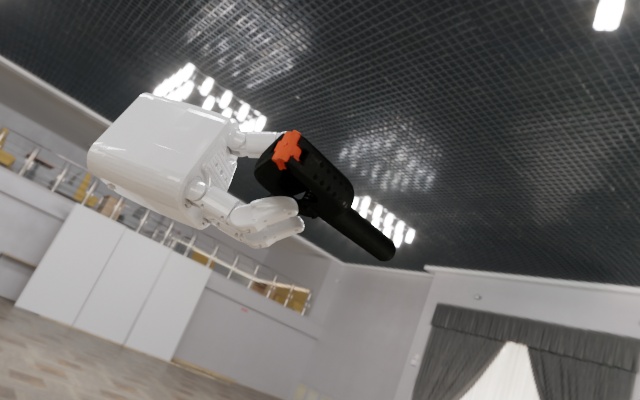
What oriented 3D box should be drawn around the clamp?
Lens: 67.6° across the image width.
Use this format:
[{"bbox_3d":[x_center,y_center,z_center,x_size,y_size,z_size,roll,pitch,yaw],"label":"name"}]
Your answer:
[{"bbox_3d":[0.000,0.001,0.457,0.164,0.036,0.210,20,-18,11],"label":"clamp"}]
